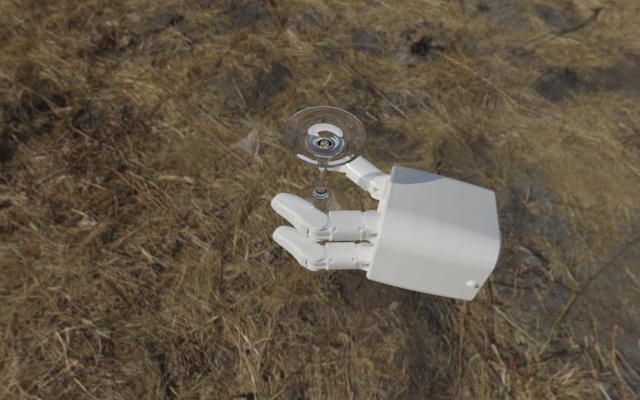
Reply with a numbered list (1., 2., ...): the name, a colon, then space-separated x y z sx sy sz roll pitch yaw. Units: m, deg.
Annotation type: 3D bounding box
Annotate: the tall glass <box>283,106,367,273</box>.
1. tall glass: 0.000 0.001 0.499 0.079 0.079 0.201 0 -36 -3
